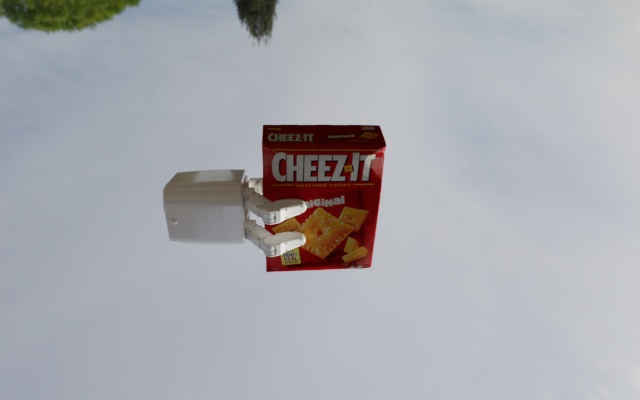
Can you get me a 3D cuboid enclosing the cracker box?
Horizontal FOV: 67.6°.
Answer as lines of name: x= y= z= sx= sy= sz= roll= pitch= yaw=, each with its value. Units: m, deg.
cracker box: x=0.000 y=0.002 z=0.686 sx=0.164 sy=0.214 sz=0.072 roll=-1 pitch=34 yaw=-5
